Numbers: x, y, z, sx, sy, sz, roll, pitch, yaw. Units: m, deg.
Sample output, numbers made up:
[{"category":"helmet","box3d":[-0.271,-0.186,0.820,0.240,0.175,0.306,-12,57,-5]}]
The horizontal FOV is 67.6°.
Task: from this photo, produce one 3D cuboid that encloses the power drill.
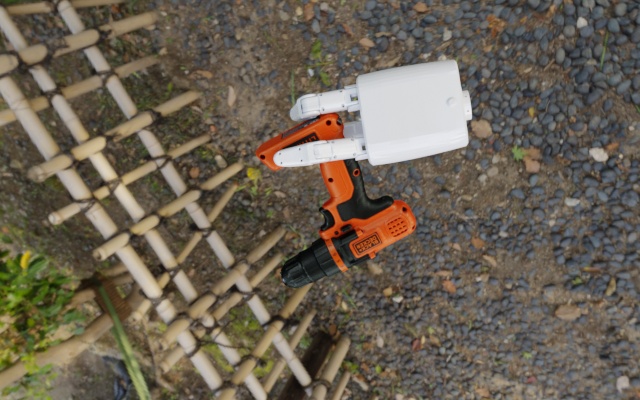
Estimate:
[{"category":"power drill","box3d":[0.000,0.001,0.580,0.184,0.188,0.057,-29,19,4]}]
